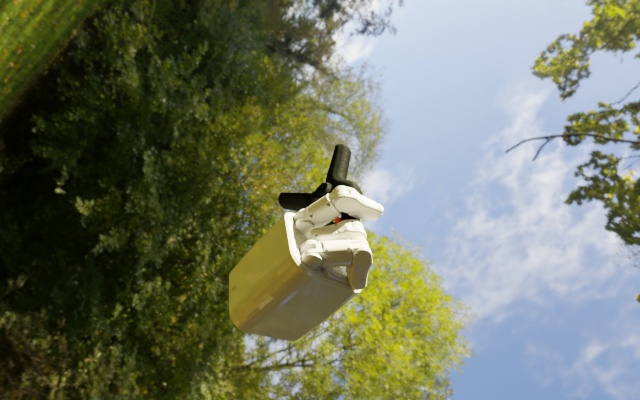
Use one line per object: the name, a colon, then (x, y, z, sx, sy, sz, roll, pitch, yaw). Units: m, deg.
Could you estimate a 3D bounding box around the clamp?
clamp: (0.001, 0.002, 0.593, 0.039, 0.120, 0.171, 40, 19, -25)
